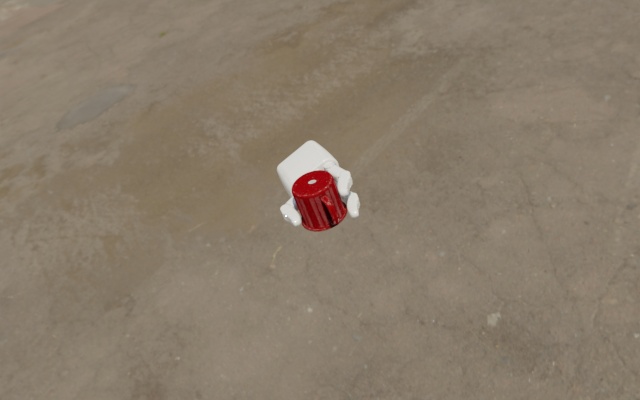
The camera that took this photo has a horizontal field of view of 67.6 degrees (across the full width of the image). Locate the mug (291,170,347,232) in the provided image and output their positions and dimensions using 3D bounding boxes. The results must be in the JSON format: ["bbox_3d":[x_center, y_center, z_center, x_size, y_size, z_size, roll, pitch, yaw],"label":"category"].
[{"bbox_3d":[0.001,0.003,0.880,0.093,0.082,0.117,-28,36,-10],"label":"mug"}]
